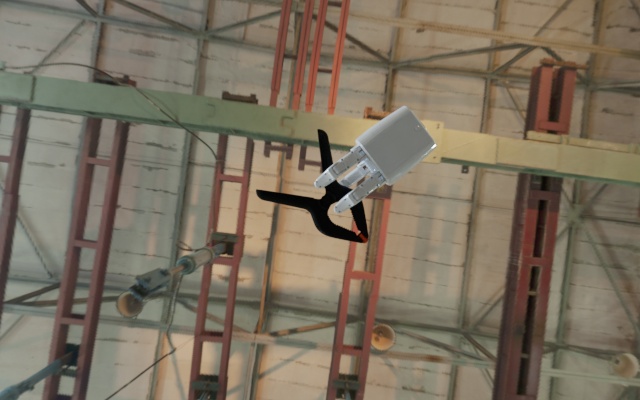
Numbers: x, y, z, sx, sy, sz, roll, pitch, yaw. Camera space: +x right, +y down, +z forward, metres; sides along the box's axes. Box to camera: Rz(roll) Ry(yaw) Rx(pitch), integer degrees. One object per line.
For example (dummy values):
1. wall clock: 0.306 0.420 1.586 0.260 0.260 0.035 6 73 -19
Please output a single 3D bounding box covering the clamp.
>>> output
1. clamp: 0.001 0.003 0.846 0.164 0.210 0.036 -37 1 2
